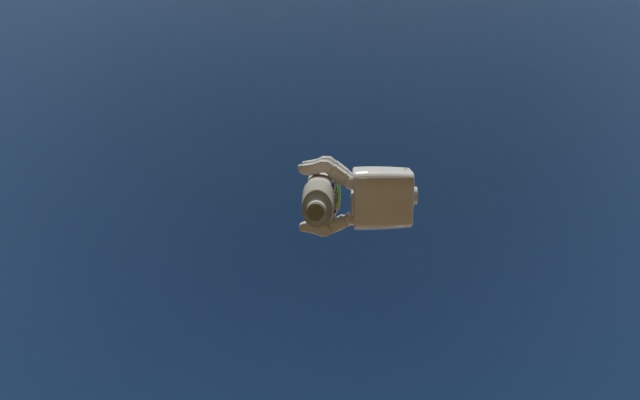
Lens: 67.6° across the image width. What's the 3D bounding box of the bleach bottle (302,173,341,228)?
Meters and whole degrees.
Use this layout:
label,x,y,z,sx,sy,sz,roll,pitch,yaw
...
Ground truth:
label,x,y,z,sx,sy,sz,roll,pitch,yaw
bleach bottle,0.000,0.003,0.855,0.068,0.102,0.250,0,11,4
